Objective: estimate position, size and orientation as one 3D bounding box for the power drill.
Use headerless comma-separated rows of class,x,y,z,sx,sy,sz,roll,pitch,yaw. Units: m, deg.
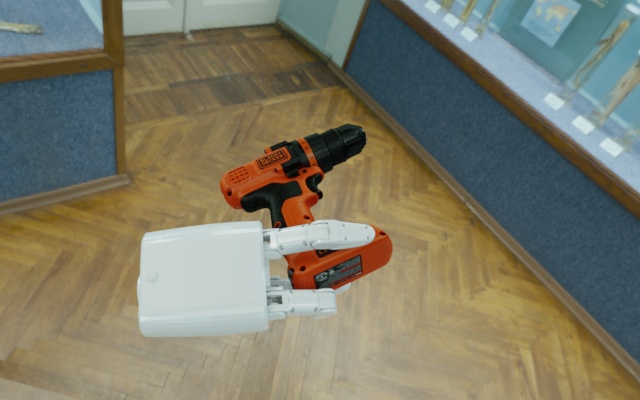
power drill,0.000,0.002,0.521,0.184,0.187,0.057,-26,-40,-9
